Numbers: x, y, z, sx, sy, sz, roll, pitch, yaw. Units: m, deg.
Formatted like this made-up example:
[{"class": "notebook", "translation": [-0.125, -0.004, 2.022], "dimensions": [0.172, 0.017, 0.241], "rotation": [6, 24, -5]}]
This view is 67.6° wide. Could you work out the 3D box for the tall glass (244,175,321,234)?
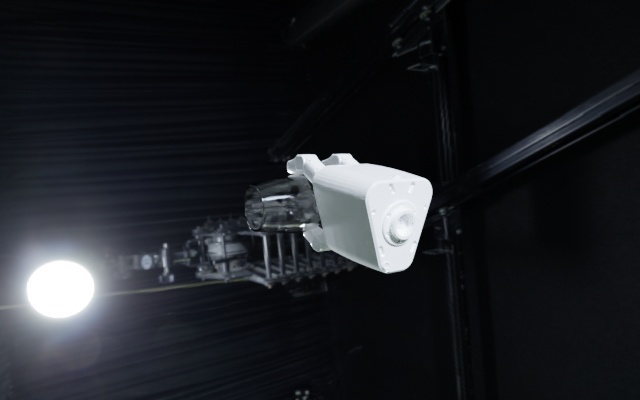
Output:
[{"class": "tall glass", "translation": [0.001, 0.002, 0.656], "dimensions": [0.201, 0.079, 0.079], "rotation": [-5, 2, -30]}]
